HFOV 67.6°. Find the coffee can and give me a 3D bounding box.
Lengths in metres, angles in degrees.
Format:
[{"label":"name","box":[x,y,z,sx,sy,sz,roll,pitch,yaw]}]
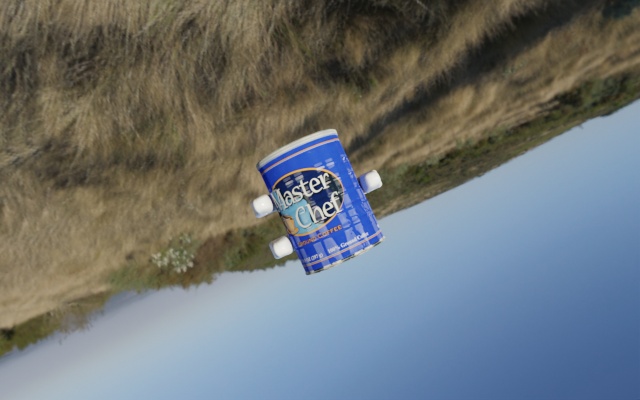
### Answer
[{"label":"coffee can","box":[0.000,0.002,0.558,0.103,0.140,0.103,-25,-2,-1]}]
